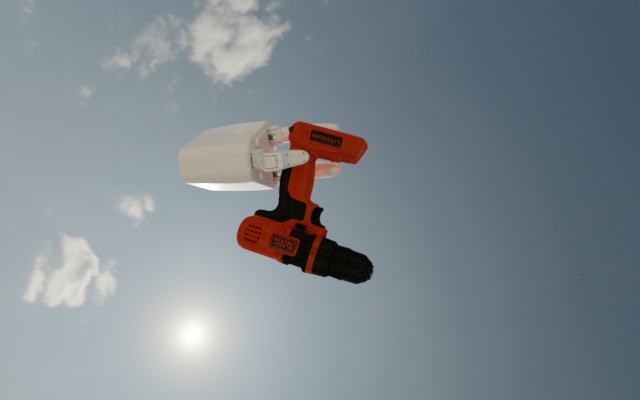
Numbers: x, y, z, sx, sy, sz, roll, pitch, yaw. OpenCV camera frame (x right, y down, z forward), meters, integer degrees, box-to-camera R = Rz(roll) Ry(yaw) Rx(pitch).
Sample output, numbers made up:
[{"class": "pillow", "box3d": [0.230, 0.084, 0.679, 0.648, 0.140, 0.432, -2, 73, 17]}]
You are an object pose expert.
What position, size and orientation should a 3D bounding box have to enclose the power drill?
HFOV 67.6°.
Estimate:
[{"class": "power drill", "box3d": [0.000, 0.002, 0.627, 0.184, 0.187, 0.057, 17, -8, 6]}]
